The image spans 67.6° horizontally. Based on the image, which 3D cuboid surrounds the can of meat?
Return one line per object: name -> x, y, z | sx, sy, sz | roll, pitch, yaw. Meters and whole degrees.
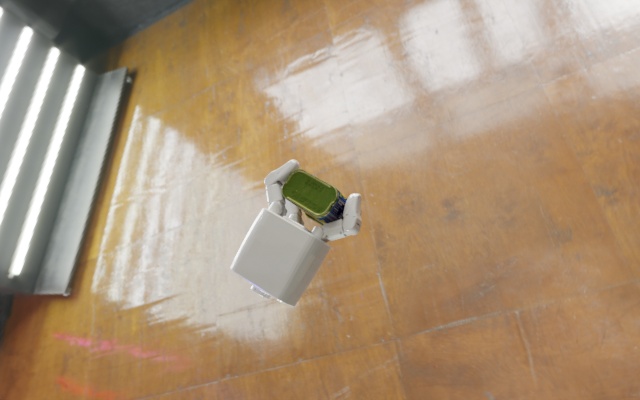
can of meat -> 0.000, 0.002, 0.729 | 0.102, 0.057, 0.084 | 29, -5, 35
